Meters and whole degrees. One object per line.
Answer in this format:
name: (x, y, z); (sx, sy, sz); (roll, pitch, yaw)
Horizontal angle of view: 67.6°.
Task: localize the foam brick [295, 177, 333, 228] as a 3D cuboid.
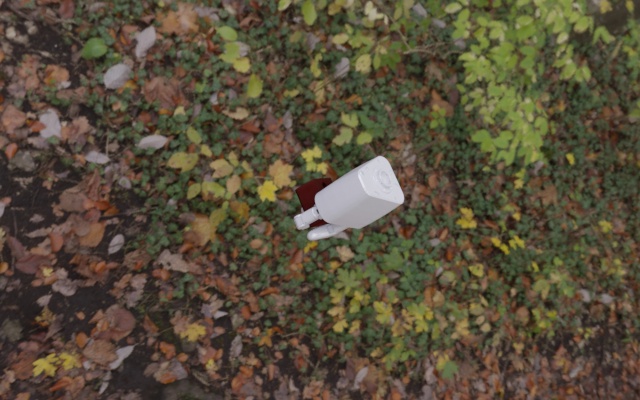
foam brick: (0.000, 0.003, 0.873); (0.051, 0.078, 0.053); (-32, -15, 38)
